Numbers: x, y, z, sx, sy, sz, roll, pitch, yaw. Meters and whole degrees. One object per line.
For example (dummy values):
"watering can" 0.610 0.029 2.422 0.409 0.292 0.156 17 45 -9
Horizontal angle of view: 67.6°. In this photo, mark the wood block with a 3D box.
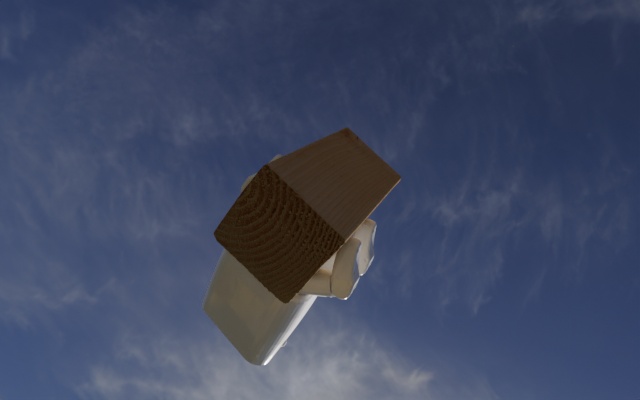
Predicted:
"wood block" 0.000 0.002 0.480 0.091 0.090 0.206 43 27 5
